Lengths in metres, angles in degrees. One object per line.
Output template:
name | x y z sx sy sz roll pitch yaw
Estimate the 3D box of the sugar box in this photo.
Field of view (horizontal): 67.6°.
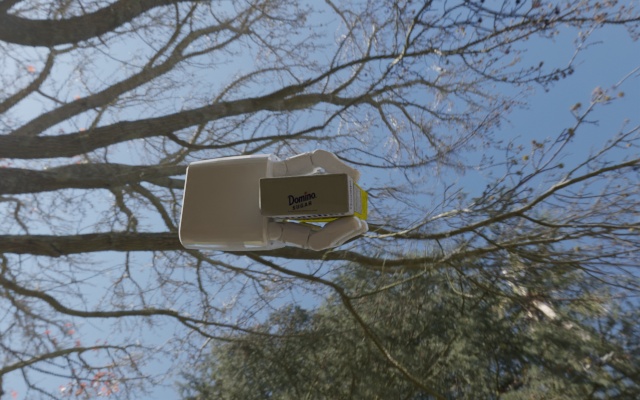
sugar box | 0.000 0.002 0.554 0.093 0.048 0.176 -3 -3 12
